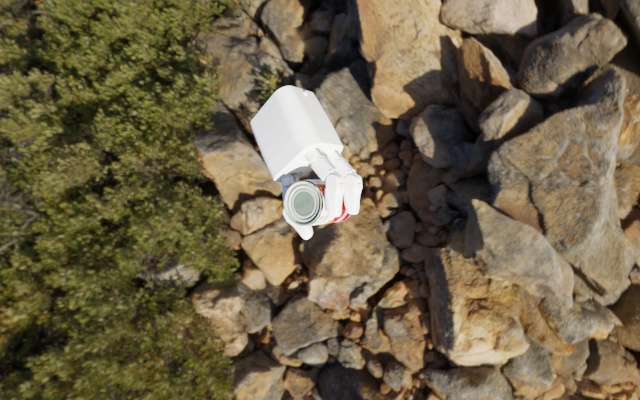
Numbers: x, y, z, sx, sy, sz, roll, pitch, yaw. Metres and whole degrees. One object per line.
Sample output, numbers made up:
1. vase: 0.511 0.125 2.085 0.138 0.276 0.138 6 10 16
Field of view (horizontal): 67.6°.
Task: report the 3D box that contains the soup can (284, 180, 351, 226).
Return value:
1. soup can: 0.000 0.003 0.722 0.068 0.068 0.102 0 2 31
